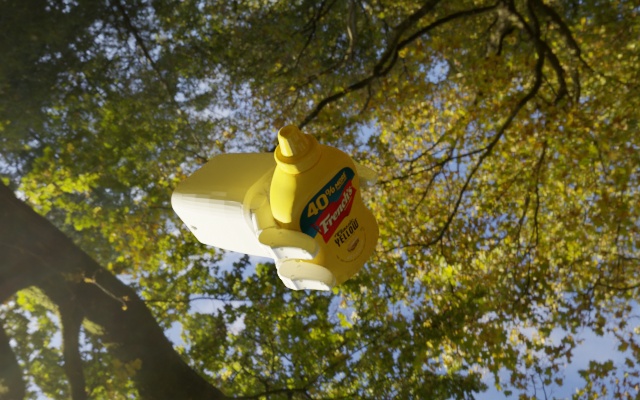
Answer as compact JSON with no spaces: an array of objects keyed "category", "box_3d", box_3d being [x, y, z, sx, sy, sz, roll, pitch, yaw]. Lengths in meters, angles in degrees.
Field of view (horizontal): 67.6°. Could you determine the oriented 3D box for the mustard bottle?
[{"category":"mustard bottle","box_3d":[0.000,0.002,0.477,0.058,0.096,0.192,30,-24,40]}]
